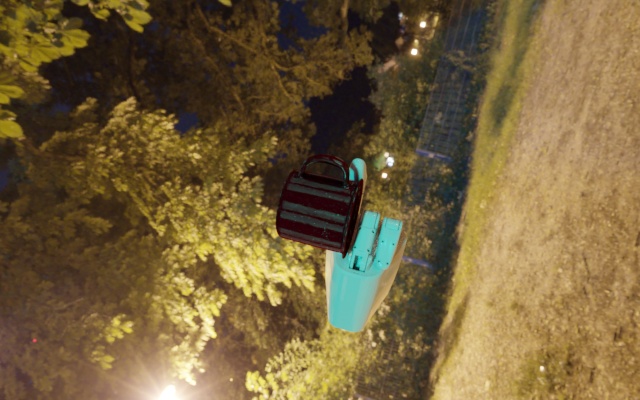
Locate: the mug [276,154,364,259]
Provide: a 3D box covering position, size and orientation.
[{"bbox_3d":[0.000,0.001,0.536,0.081,0.117,0.093,13,35,9],"label":"mug"}]
